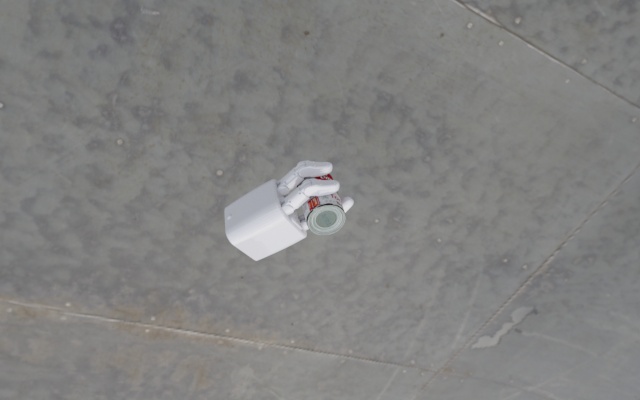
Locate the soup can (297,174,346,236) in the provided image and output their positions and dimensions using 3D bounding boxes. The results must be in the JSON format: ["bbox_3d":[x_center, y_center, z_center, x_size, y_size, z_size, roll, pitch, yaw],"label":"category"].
[{"bbox_3d":[0.001,0.003,0.818,0.068,0.068,0.102,0,37,-14],"label":"soup can"}]
